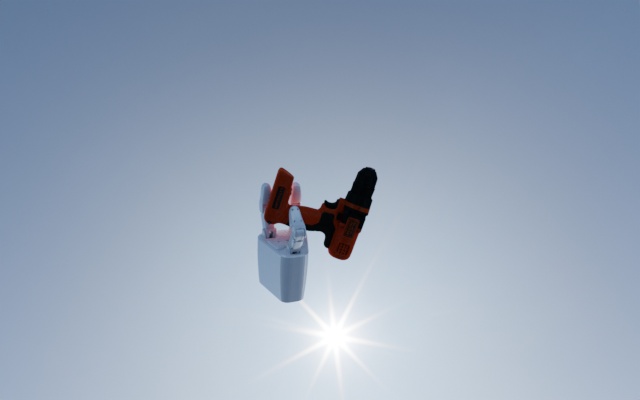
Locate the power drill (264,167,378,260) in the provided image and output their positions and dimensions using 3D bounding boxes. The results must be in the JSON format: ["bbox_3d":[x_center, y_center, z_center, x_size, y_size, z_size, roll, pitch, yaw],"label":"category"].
[{"bbox_3d":[0.000,0.003,0.892,0.187,0.184,0.057,19,4,-6],"label":"power drill"}]
